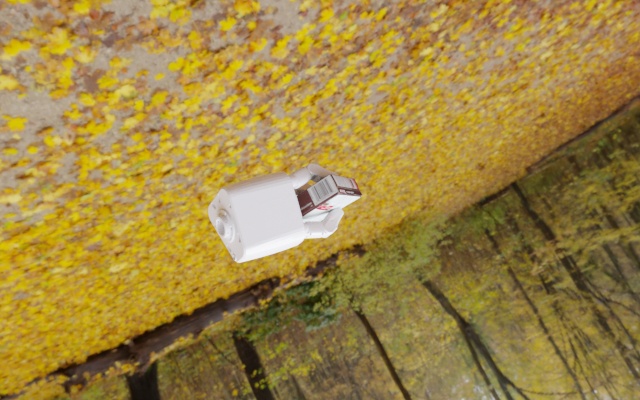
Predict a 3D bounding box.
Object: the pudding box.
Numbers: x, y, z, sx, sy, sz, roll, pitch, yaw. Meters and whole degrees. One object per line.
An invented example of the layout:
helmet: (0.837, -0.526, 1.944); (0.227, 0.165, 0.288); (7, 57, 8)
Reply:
pudding box: (0.000, 0.003, 0.786); (0.113, 0.039, 0.090); (-31, -16, 24)
